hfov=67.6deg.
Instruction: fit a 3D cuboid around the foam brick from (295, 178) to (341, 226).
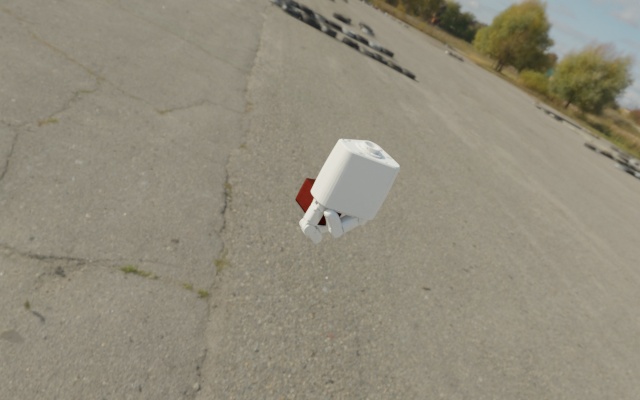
[{"bbox_3d":[0.000,0.003,0.860,0.053,0.051,0.078,7,30,-37],"label":"foam brick"}]
